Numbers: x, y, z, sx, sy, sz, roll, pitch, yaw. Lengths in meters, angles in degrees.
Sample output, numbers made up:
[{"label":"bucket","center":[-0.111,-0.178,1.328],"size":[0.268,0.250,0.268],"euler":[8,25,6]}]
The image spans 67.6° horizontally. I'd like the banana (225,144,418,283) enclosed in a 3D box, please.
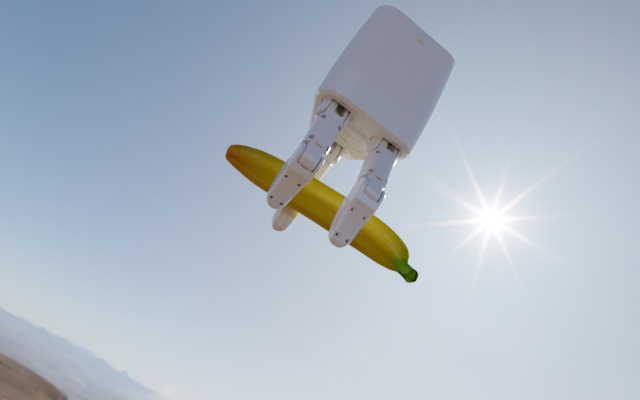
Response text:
[{"label":"banana","center":[0.005,0.006,0.432],"size":[0.198,0.037,0.069],"euler":[32,-3,10]}]
